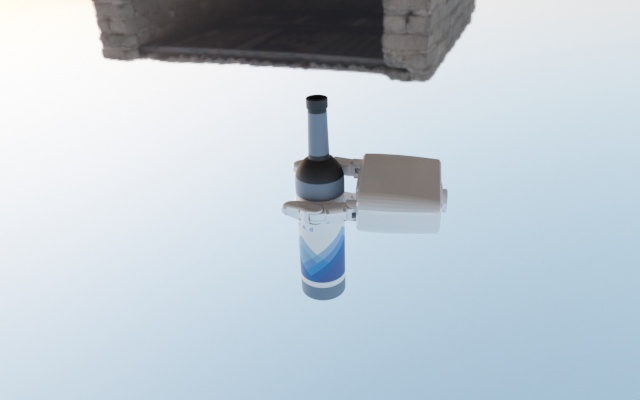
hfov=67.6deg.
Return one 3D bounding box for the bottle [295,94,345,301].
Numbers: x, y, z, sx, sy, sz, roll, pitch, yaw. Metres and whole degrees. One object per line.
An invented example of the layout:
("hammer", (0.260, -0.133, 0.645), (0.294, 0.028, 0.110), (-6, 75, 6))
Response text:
("bottle", (0.000, 0.002, 0.658), (0.069, 0.296, 0.069), (-2, 29, 1))
